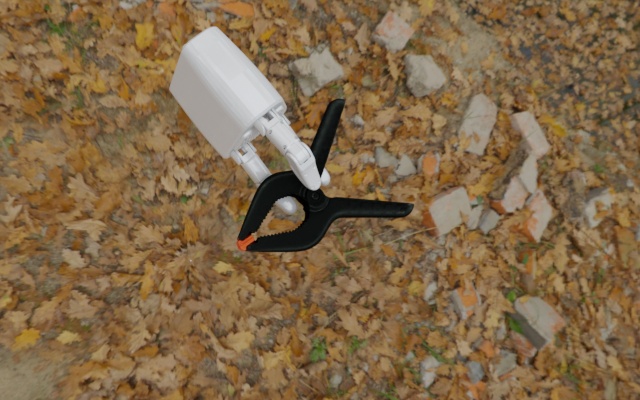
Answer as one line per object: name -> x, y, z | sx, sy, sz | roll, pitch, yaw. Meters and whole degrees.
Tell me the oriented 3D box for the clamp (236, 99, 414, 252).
clamp -> 0.000, 0.002, 0.553 | 0.210, 0.164, 0.036 | -41, 3, -16
